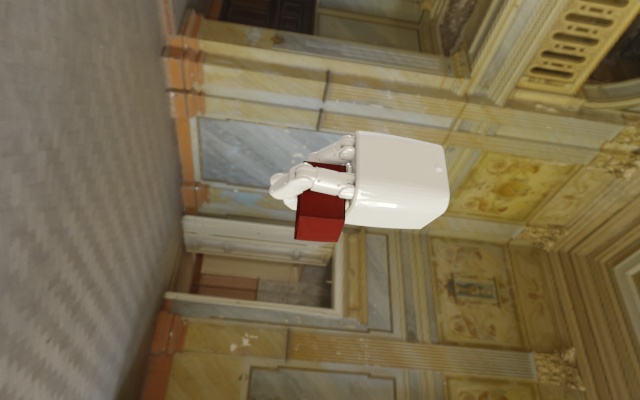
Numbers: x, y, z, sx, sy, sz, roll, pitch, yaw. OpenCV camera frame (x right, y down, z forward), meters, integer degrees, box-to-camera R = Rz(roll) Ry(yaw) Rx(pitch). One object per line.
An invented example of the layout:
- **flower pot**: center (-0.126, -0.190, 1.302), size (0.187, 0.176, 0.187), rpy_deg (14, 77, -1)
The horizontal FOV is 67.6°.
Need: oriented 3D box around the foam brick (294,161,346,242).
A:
- **foam brick**: center (0.000, 0.002, 0.546), size (0.051, 0.078, 0.053), rpy_deg (7, -34, -6)
